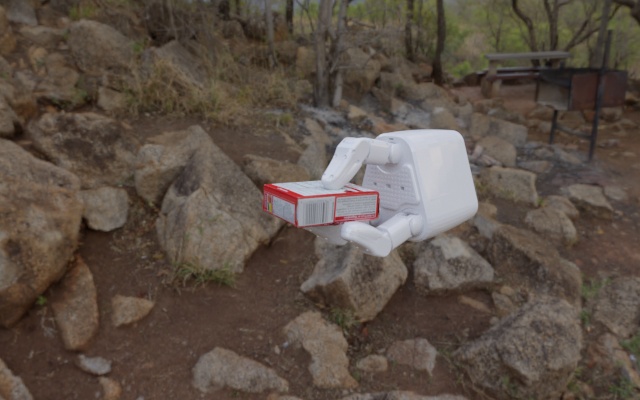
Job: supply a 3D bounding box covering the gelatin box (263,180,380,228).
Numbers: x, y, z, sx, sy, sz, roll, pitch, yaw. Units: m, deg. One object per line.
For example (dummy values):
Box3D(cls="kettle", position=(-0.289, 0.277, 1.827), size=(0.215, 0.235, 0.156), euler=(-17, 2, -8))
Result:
Box3D(cls="gelatin box", position=(0.000, 0.001, 0.453), size=(0.089, 0.030, 0.073), euler=(-4, 13, -30))
